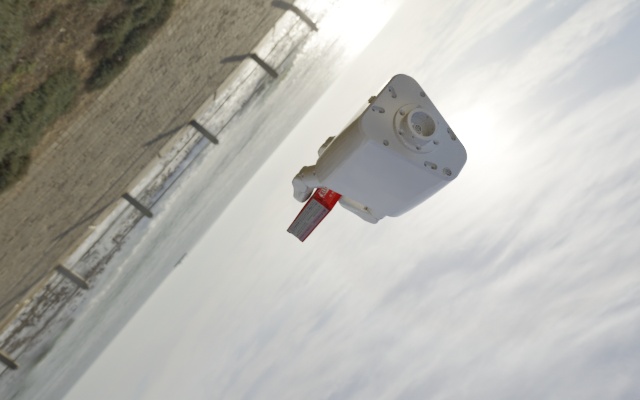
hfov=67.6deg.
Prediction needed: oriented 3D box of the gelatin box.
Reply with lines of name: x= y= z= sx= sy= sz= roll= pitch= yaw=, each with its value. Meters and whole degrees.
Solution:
gelatin box: x=0.000 y=0.002 z=0.596 sx=0.030 sy=0.073 sz=0.089 roll=37 pitch=-41 yaw=-1
